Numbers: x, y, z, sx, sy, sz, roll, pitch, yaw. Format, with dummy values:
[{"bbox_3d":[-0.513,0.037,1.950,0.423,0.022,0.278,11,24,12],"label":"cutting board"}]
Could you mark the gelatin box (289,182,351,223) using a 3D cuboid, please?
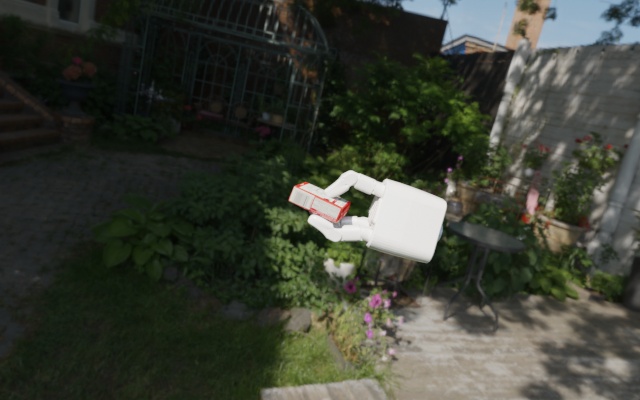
[{"bbox_3d":[0.000,0.002,0.789,0.089,0.030,0.073,25,12,8],"label":"gelatin box"}]
